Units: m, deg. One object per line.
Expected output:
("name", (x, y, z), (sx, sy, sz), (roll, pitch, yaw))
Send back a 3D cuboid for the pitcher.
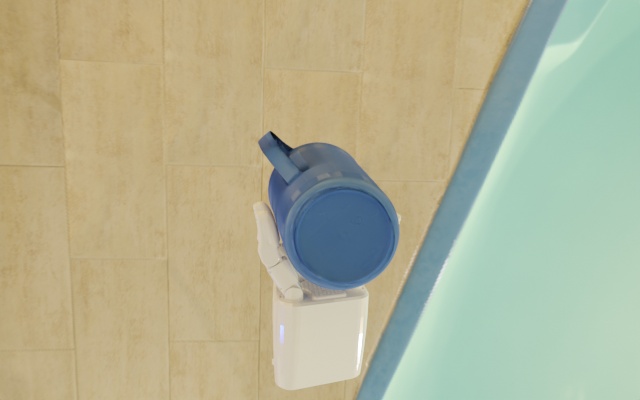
("pitcher", (0.000, 0.002, 0.541), (0.149, 0.145, 0.242), (3, 11, -7))
